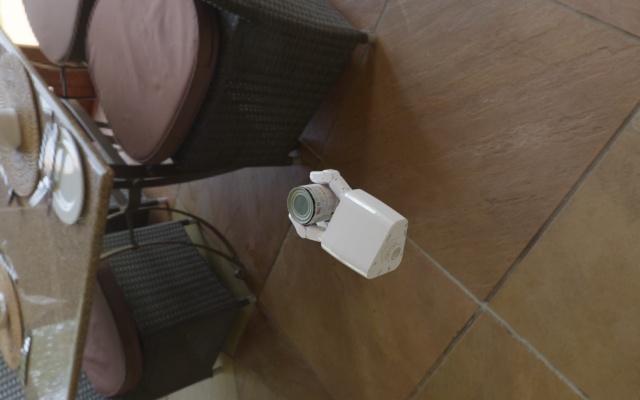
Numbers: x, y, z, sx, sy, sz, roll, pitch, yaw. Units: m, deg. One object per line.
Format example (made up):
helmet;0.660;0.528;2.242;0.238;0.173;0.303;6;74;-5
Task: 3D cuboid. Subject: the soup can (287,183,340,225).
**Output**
soup can;0.000;0.002;0.850;0.068;0.068;0.102;0;7;44
